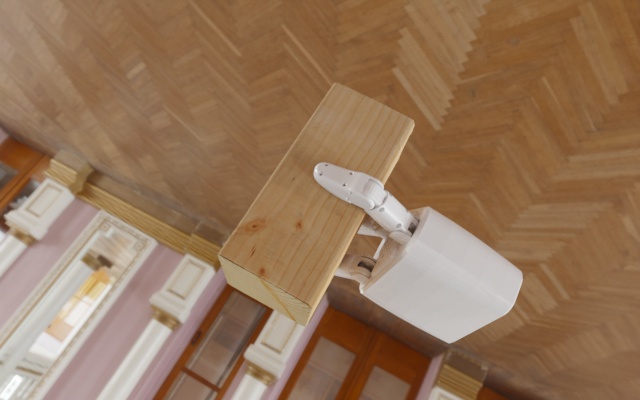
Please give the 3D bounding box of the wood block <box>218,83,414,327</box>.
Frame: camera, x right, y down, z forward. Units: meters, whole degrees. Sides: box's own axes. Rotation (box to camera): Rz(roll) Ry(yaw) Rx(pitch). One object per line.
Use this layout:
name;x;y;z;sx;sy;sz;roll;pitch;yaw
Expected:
wood block;0.000;0.002;0.459;0.090;0.206;0.091;28;-24;7
